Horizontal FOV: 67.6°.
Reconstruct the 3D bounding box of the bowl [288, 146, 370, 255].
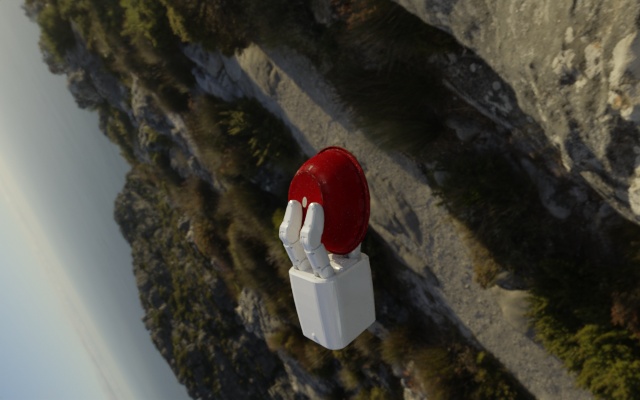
[{"bbox_3d":[0.000,0.001,0.690,0.055,0.162,0.162,-5,3,-34],"label":"bowl"}]
